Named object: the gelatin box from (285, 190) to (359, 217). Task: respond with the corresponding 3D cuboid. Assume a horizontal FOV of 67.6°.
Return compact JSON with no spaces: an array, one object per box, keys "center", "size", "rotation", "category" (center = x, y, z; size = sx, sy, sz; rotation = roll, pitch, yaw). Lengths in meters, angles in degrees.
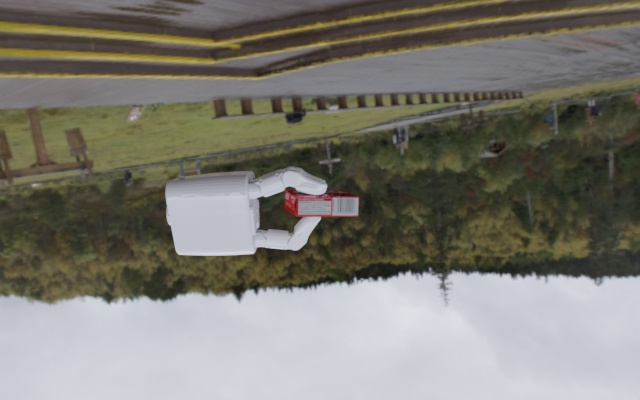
[{"center":[0.000,0.003,0.659],"size":[0.089,0.030,0.073],"rotation":[0,8,-15],"category":"gelatin box"}]
